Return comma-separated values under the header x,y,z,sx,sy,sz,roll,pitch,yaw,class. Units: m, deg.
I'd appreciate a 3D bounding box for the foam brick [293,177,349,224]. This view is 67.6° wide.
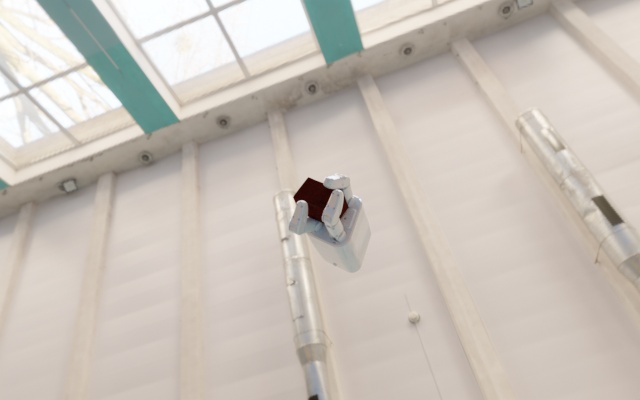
x,y,z,sx,sy,sz,roll,pitch,yaw,class
0.000,0.003,0.853,0.078,0.053,0.051,23,-27,33,foam brick
